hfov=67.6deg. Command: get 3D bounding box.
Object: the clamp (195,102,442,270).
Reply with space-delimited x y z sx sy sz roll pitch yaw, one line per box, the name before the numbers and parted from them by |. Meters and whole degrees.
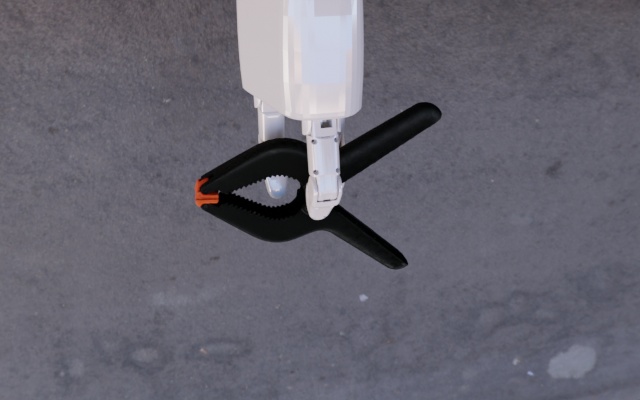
clamp | 0.000 0.002 0.419 0.210 0.165 0.036 -7 28 -11
